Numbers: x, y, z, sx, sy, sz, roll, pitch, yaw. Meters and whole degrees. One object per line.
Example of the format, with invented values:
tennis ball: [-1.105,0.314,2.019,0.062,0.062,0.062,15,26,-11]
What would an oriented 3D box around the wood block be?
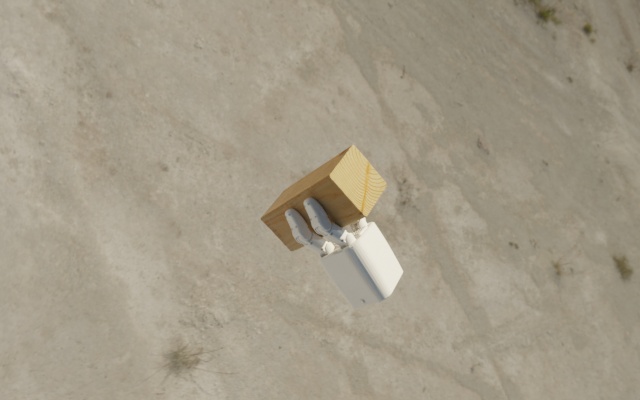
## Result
wood block: [0.001,0.003,0.818,0.206,0.090,0.090,-30,17,47]
